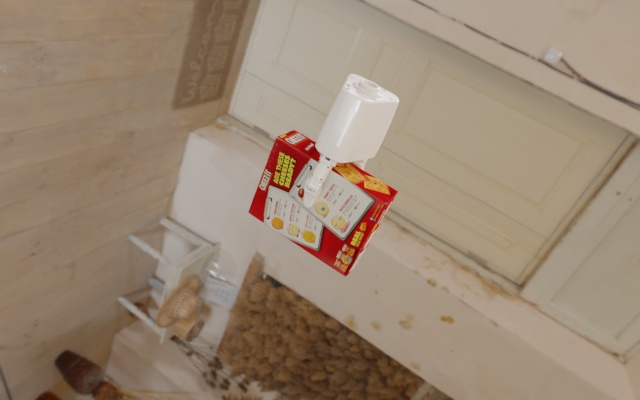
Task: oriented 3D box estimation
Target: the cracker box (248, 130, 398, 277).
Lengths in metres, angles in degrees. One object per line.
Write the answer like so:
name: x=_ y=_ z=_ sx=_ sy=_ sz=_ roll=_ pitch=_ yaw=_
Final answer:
cracker box: x=0.000 y=0.003 z=0.823 sx=0.213 sy=0.164 sz=0.072 roll=32 pitch=30 yaw=12
